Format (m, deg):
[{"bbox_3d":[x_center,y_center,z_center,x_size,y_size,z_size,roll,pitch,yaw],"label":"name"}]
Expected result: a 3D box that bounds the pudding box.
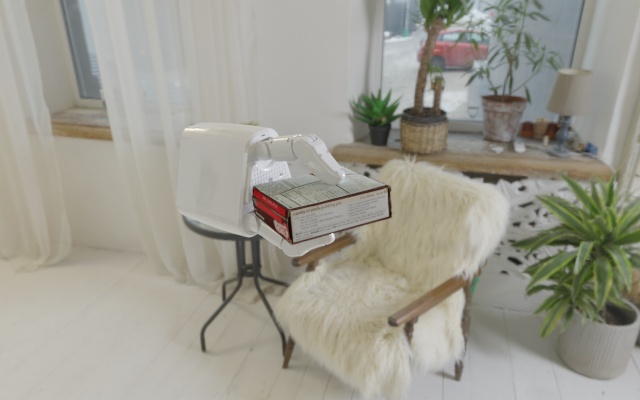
[{"bbox_3d":[0.000,0.001,0.474,0.113,0.039,0.090,-15,23,-25],"label":"pudding box"}]
